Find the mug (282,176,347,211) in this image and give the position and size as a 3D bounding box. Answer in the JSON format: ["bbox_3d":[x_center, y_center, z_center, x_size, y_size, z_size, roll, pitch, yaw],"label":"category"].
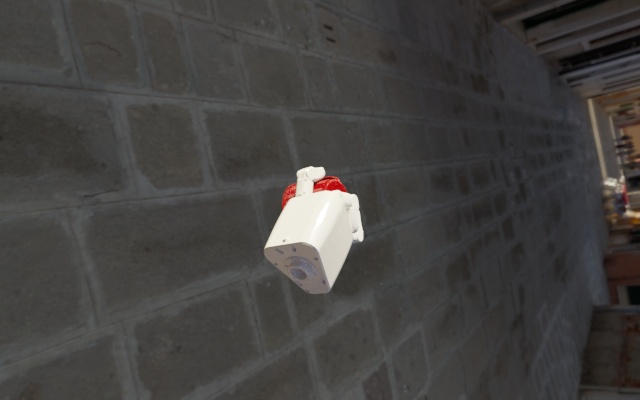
[{"bbox_3d":[0.001,0.002,0.800,0.081,0.093,0.117,-11,37,34],"label":"mug"}]
